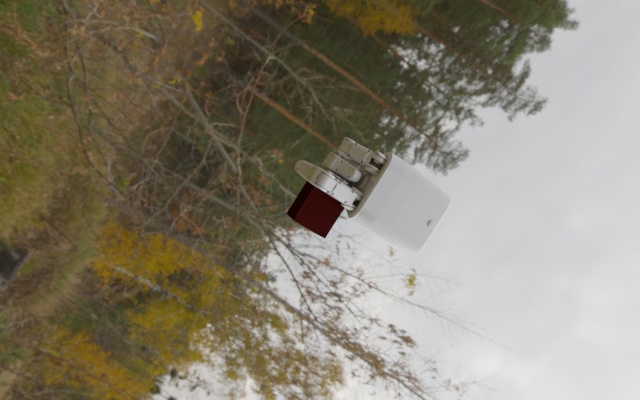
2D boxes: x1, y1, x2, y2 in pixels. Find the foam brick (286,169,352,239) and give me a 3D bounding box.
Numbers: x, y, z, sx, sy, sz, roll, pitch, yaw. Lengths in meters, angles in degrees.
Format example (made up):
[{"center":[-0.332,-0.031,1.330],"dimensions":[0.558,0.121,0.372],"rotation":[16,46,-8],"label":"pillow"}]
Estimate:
[{"center":[0.000,0.002,0.631],"dimensions":[0.051,0.078,0.053],"rotation":[32,2,-16],"label":"foam brick"}]
